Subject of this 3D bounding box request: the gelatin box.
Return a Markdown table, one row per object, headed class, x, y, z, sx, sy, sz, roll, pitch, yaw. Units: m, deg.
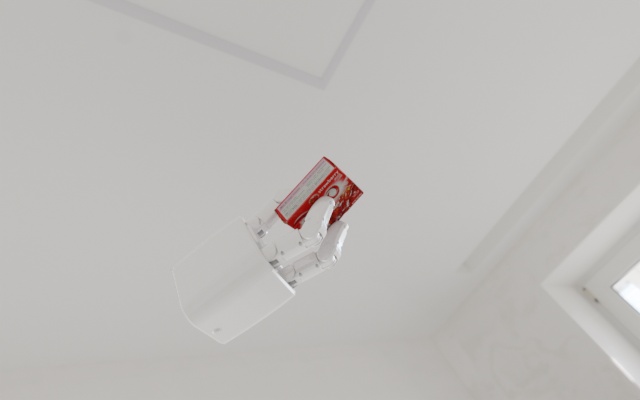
| class | x | y | z | sx | sy | sz | roll | pitch | yaw |
| --- | --- | --- | --- | --- | --- | --- | --- | --- | --- |
| gelatin box | 0.000 | 0.001 | 0.571 | 0.030 | 0.089 | 0.073 | 45 | 4 | 39 |
